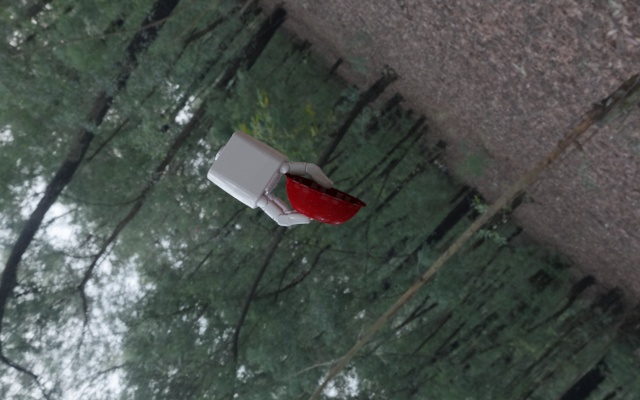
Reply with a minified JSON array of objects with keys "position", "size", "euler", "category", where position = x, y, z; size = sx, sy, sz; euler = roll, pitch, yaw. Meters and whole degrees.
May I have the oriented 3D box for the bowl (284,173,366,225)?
[{"position":[0.001,0.004,0.878],"size":[0.162,0.055,0.162],"euler":[20,7,-3],"category":"bowl"}]
